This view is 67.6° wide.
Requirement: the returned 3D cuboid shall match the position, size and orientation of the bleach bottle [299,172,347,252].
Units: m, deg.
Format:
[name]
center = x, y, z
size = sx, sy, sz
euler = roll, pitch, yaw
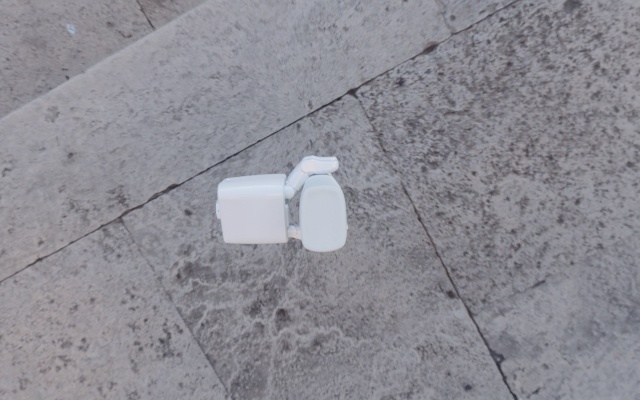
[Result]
[bleach bottle]
center = 0.000, 0.003, 0.799
size = 0.068, 0.102, 0.250
euler = -2, 10, -1
